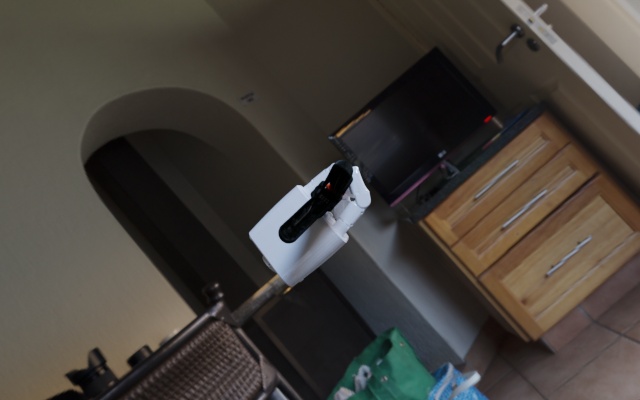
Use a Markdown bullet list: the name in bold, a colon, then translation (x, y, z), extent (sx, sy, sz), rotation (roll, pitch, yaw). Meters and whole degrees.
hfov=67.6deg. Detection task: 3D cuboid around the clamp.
- **clamp**: translation (0.000, 0.001, 0.616), extent (0.120, 0.039, 0.171), rotation (-43, -6, 4)
